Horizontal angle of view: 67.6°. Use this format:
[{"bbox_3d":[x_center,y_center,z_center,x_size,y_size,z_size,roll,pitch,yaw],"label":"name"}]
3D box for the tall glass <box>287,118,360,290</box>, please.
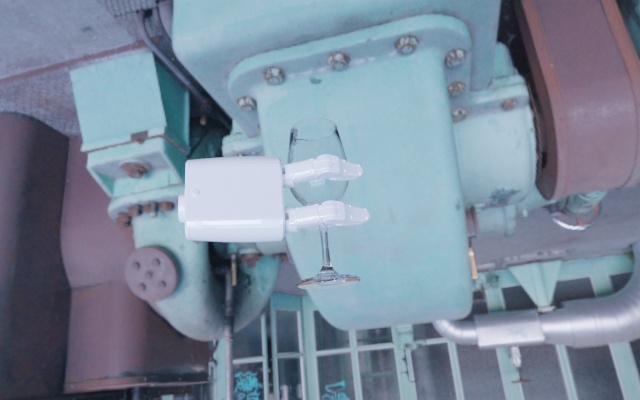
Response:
[{"bbox_3d":[0.000,0.003,0.581,0.079,0.201,0.079,-5,-20,-2],"label":"tall glass"}]
